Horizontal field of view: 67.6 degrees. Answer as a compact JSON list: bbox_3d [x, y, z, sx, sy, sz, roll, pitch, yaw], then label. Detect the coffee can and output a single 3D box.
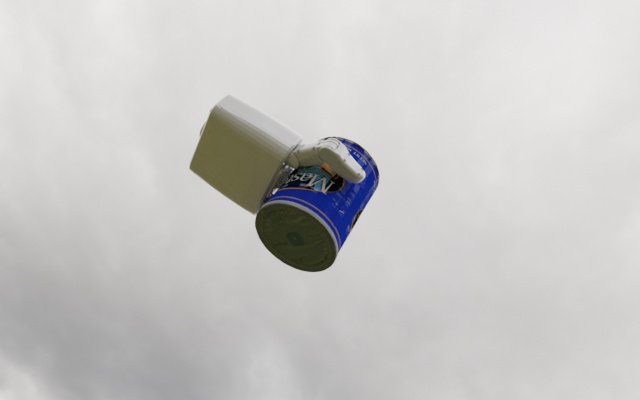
[{"bbox_3d":[0.000,0.002,0.581,0.103,0.103,0.140,0,37,32],"label":"coffee can"}]
